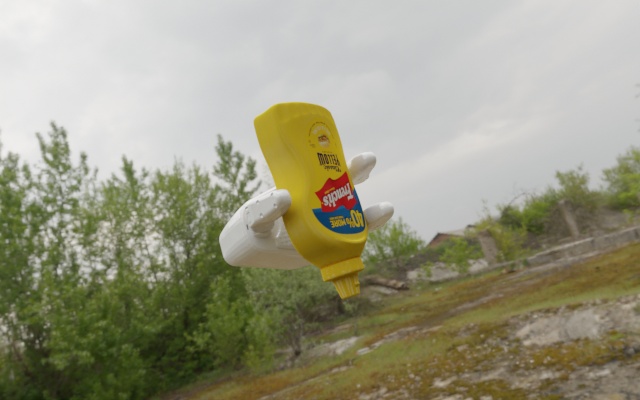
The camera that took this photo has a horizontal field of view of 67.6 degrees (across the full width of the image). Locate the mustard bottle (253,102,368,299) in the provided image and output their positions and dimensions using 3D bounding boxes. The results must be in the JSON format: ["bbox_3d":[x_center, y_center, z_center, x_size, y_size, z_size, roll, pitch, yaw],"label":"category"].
[{"bbox_3d":[0.000,0.001,0.468,0.058,0.191,0.096,-25,-13,35],"label":"mustard bottle"}]
